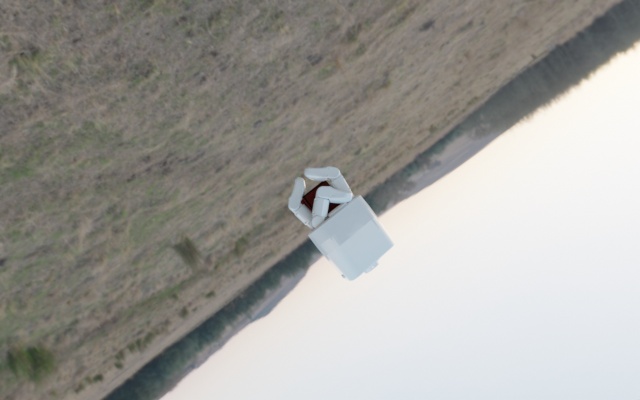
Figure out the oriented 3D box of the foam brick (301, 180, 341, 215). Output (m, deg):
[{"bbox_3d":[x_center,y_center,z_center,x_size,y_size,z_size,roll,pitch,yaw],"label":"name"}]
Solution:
[{"bbox_3d":[0.000,0.003,0.859,0.053,0.051,0.078,-38,-2,-8],"label":"foam brick"}]
